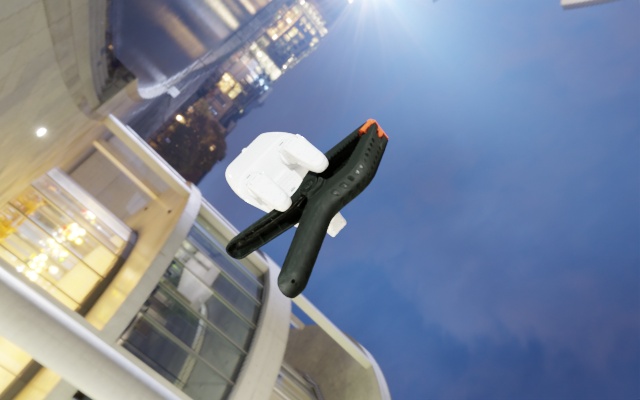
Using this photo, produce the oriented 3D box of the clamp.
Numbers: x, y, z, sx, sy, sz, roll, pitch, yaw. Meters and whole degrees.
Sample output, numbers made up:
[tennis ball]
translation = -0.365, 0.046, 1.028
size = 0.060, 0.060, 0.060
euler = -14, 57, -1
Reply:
[clamp]
translation = 0.001, 0.002, 0.478
size = 0.036, 0.210, 0.164
euler = 48, -9, -25
